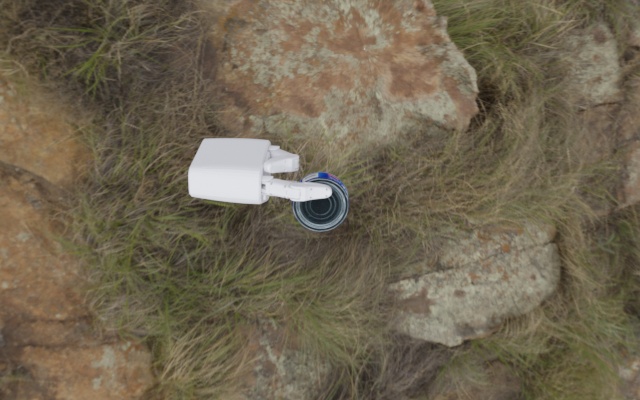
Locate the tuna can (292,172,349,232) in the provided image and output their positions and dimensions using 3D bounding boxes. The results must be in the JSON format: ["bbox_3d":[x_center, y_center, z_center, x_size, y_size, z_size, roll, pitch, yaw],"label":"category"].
[{"bbox_3d":[0.000,0.003,0.716,0.086,0.086,0.033,0,18,-1],"label":"tuna can"}]
